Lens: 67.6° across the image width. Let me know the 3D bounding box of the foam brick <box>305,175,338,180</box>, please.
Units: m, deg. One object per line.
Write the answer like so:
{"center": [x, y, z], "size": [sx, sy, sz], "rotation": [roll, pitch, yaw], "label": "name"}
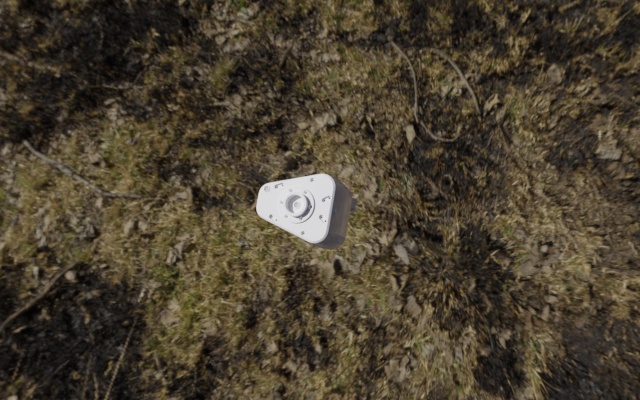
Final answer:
{"center": [0.000, 0.002, 0.754], "size": [0.053, 0.078, 0.051], "rotation": [8, -6, 14], "label": "foam brick"}
